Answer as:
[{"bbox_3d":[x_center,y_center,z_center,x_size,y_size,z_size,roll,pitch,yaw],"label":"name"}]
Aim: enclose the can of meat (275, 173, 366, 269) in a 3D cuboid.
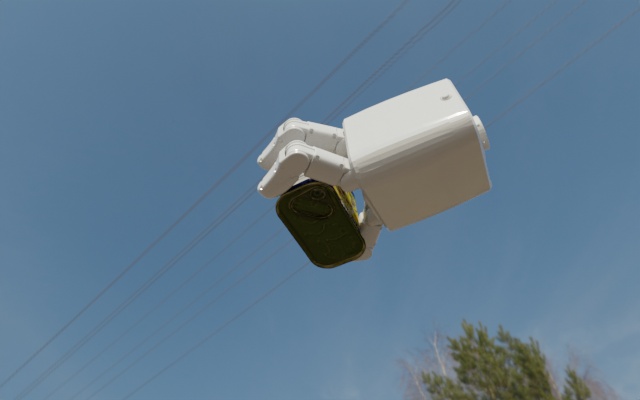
[{"bbox_3d":[0.000,0.001,0.473,0.057,0.102,0.084,-23,35,14],"label":"can of meat"}]
